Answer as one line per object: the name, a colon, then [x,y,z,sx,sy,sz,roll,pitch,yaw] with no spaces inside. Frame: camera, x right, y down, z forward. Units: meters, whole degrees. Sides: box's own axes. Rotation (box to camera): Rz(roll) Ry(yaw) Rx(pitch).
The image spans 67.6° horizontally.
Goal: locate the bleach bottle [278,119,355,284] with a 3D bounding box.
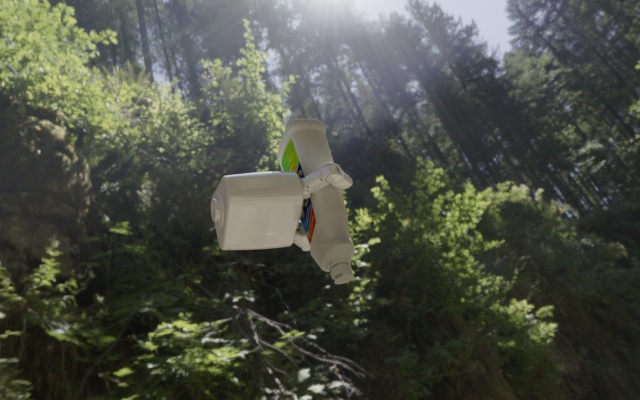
bleach bottle: [0.000,0.002,0.714,0.068,0.250,0.103,-3,-34,-24]
